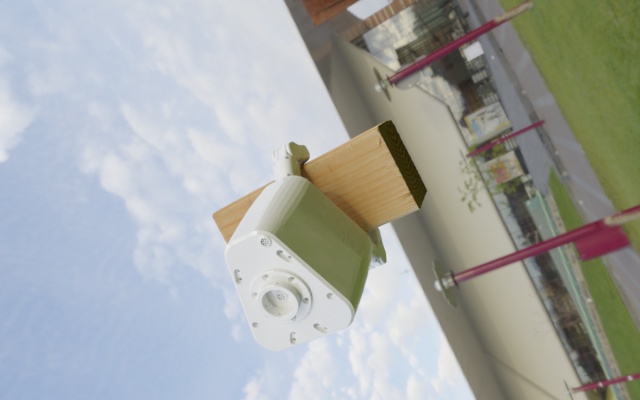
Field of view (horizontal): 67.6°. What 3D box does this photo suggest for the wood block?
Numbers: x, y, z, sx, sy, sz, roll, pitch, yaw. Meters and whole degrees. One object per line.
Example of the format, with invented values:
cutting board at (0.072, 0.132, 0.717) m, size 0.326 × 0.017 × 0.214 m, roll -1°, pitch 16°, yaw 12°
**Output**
wood block at (0.000, 0.002, 0.522) m, size 0.206 × 0.091 × 0.090 m, roll -26°, pitch 5°, yaw 22°
